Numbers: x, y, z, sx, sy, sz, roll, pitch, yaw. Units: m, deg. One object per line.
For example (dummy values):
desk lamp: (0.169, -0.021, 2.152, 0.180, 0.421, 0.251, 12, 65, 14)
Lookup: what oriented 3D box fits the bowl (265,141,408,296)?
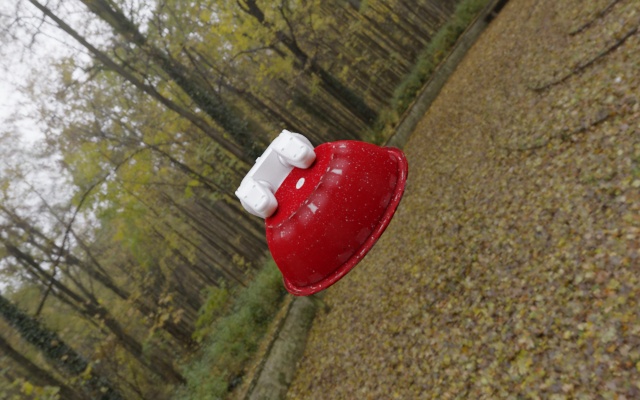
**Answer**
bowl: (0.000, 0.001, 0.424, 0.055, 0.162, 0.162, 38, -16, -21)
